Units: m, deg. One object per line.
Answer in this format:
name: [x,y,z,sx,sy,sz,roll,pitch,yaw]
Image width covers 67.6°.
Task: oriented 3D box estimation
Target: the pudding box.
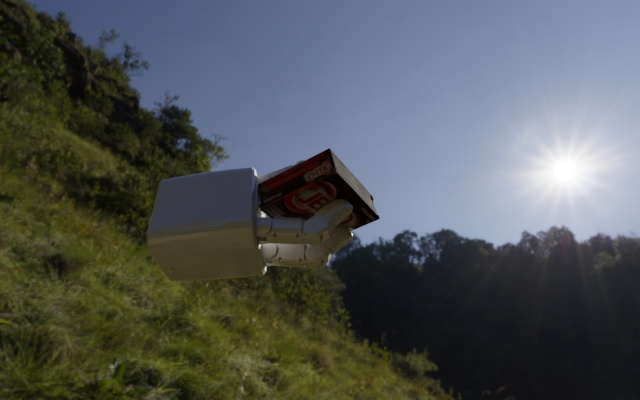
pudding box: [0.000,0.002,0.519,0.090,0.039,0.113,-25,-34,19]
